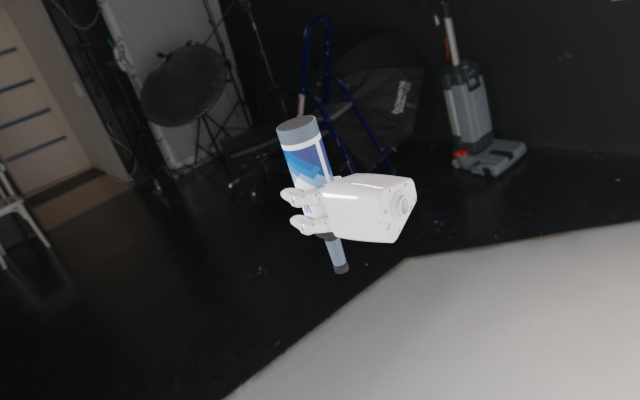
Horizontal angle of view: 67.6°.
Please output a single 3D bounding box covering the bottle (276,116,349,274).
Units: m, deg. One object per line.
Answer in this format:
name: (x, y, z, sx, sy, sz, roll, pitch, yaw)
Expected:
bottle: (0.000, 0.002, 0.831, 0.069, 0.296, 0.069, -14, 25, 7)
